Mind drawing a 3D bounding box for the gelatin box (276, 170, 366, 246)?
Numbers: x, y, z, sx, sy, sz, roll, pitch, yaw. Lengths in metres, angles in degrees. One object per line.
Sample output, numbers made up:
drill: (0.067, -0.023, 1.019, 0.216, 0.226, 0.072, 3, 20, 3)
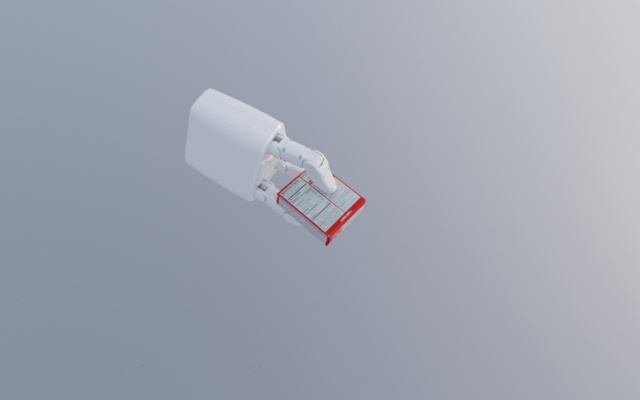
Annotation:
gelatin box: (0.000, 0.002, 0.603, 0.089, 0.073, 0.030, 39, -28, 16)
